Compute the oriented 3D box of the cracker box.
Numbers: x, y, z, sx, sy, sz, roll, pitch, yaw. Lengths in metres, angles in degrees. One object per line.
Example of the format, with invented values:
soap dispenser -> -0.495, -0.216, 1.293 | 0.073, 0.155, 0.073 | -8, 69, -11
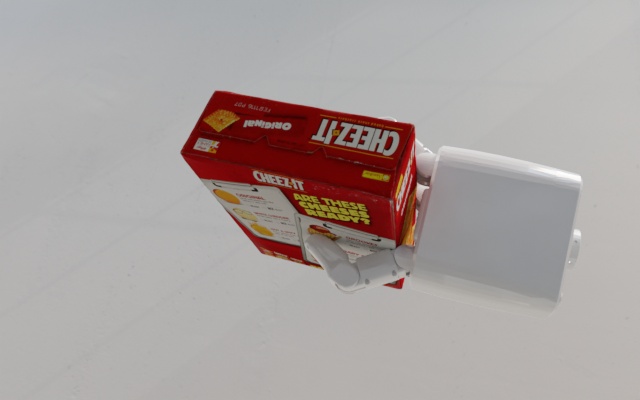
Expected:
cracker box -> 0.000, 0.002, 0.431 | 0.164, 0.072, 0.214 | 13, -24, 17
